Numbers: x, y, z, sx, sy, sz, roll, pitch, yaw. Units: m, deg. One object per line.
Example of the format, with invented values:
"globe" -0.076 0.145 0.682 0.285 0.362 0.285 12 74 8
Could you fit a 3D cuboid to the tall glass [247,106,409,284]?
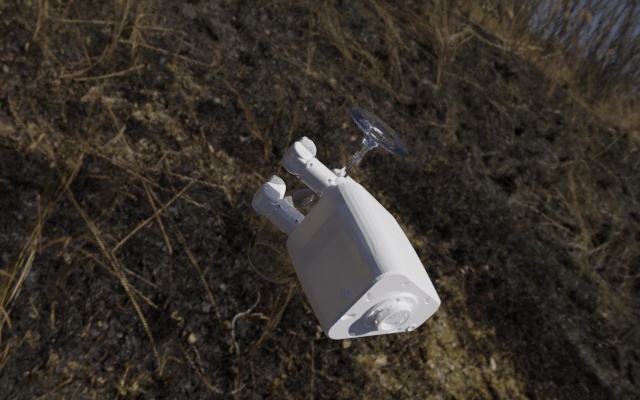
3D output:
"tall glass" 0.000 0.001 0.506 0.201 0.079 0.079 -50 -26 25
